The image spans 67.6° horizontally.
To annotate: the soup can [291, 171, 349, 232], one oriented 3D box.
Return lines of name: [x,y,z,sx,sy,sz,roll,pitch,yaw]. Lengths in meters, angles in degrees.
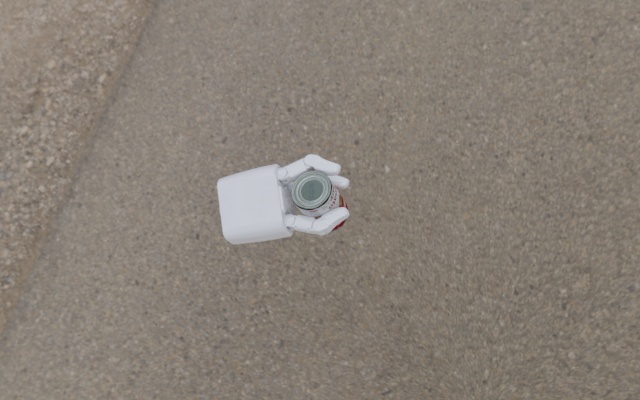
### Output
soup can: [0.001,0.002,0.772,0.068,0.068,0.102,0,-23,19]
